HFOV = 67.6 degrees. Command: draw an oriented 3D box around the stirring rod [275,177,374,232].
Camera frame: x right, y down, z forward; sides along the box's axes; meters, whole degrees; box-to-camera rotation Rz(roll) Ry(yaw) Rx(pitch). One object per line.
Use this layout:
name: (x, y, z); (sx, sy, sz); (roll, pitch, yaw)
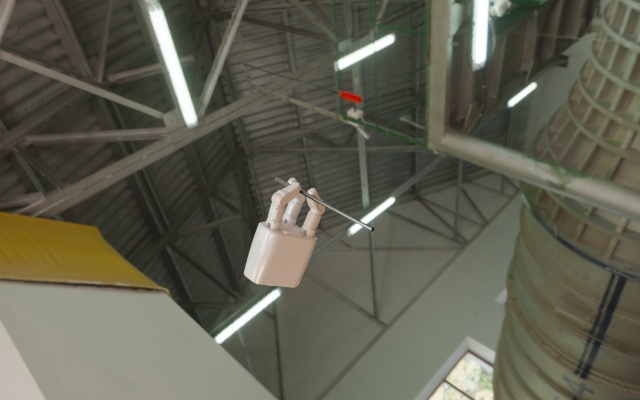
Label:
stirring rod: (0.000, 0.003, 0.853); (0.239, 0.011, 0.011); (28, 17, 37)
